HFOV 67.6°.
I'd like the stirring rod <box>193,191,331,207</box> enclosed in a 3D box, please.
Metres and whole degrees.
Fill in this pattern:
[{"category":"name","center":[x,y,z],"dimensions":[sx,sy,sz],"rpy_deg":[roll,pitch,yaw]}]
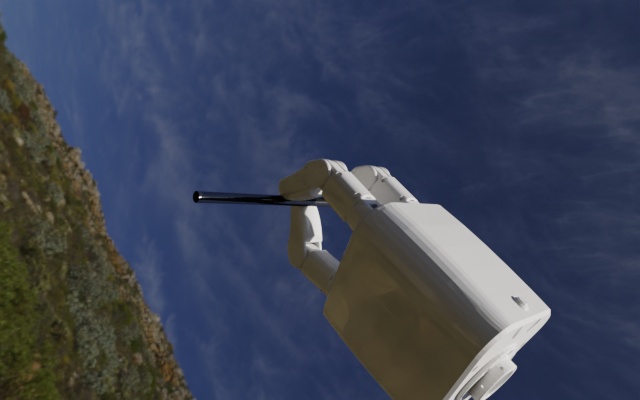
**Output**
[{"category":"stirring rod","center":[0.000,0.001,0.402],"dimensions":[0.011,0.011,0.239],"rpy_deg":[0,-2,43]}]
